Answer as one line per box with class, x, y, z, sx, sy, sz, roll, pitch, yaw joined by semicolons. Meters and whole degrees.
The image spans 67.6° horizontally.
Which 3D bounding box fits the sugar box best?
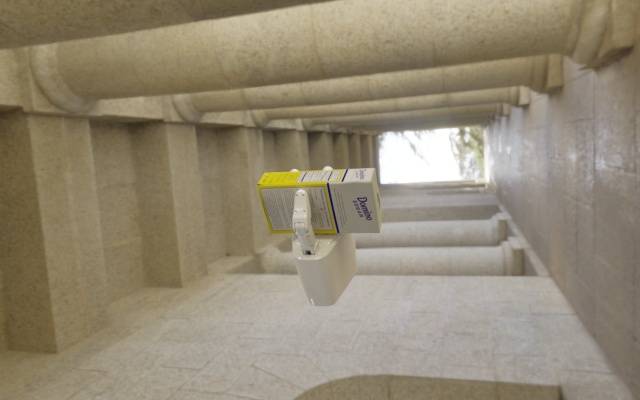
sugar box;0.000;0.002;0.718;0.176;0.093;0.048;-2;33;16
